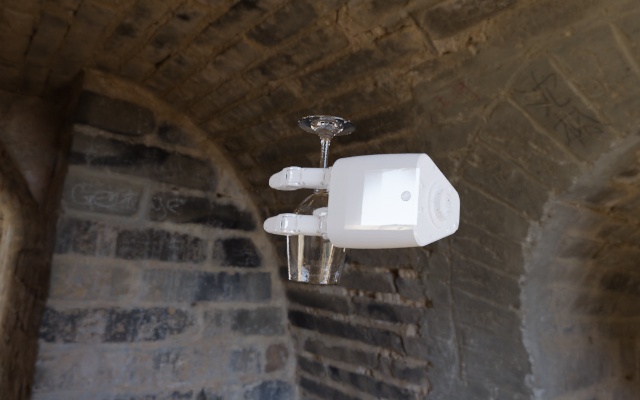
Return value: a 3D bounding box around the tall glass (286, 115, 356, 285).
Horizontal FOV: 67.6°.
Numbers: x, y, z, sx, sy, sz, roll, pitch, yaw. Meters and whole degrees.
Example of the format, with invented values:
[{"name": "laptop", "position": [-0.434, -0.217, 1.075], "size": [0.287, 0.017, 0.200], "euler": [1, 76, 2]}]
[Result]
[{"name": "tall glass", "position": [0.000, 0.001, 0.592], "size": [0.079, 0.201, 0.079], "euler": [5, -9, 1]}]
